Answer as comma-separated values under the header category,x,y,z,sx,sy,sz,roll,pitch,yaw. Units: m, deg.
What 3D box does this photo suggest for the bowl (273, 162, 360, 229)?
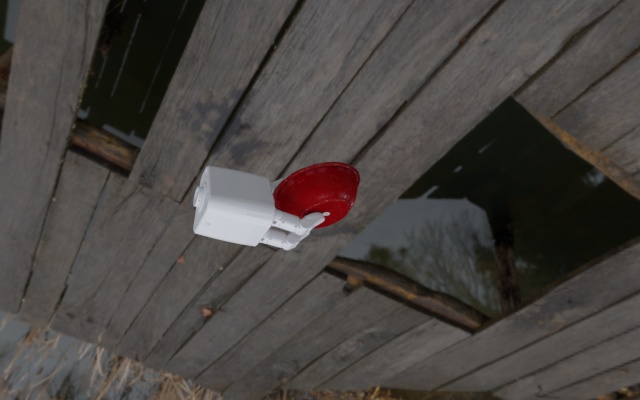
category,x,y,z,sx,sy,sz,roll,pitch,yaw
bowl,0.002,0.003,0.834,0.162,0.055,0.162,-14,-30,-8
